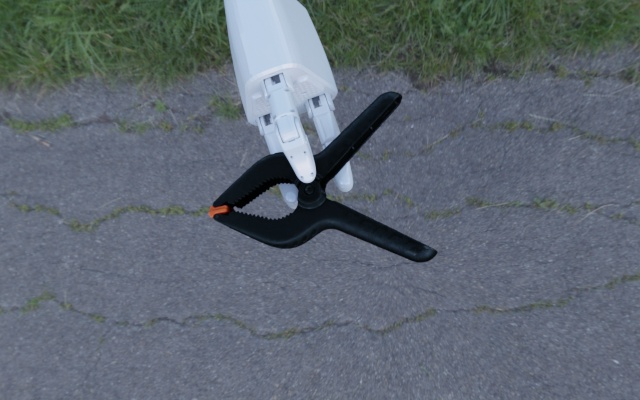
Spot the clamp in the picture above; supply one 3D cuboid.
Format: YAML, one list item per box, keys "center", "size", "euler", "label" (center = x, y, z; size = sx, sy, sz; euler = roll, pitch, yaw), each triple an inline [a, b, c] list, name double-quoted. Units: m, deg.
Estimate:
- center: [-0.001, 0.001, 0.450]
  size: [0.210, 0.164, 0.036]
  euler: [-18, -16, 6]
  label: "clamp"
